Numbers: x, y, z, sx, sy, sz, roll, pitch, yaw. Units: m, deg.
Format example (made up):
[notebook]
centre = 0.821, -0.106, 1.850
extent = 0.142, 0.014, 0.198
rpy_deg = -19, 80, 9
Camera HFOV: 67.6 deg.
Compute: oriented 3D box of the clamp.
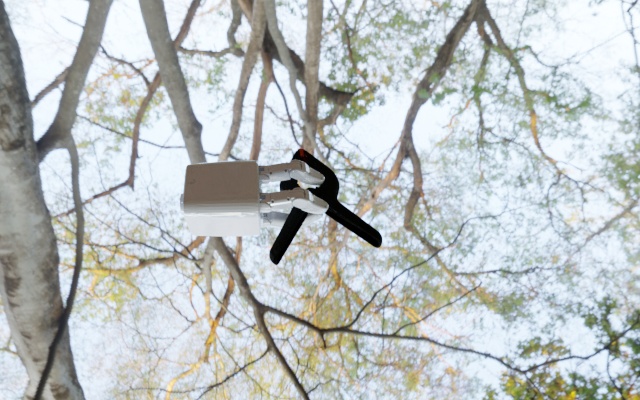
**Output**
[clamp]
centre = 0.000, 0.003, 0.733
extent = 0.164, 0.209, 0.036
rpy_deg = -2, -39, -7
